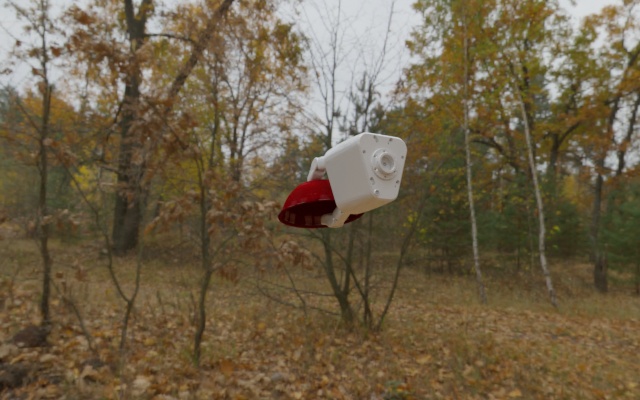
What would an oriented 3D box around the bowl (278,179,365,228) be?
[{"bbox_3d":[-0.001,0.003,0.889,0.162,0.055,0.162,-5,-20,-2],"label":"bowl"}]
